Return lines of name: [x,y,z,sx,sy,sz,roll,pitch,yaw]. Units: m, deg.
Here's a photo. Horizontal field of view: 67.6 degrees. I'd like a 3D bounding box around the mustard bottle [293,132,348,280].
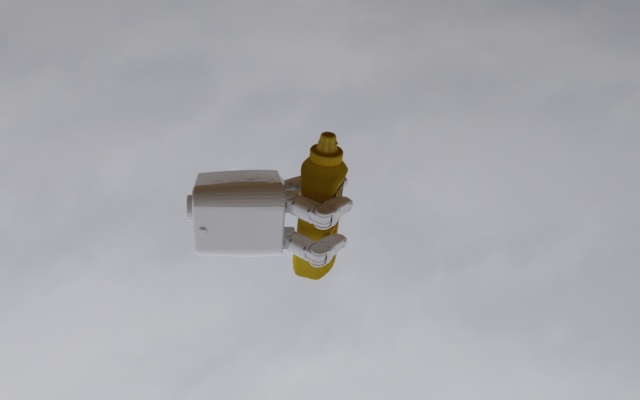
mustard bottle: [0.000,0.002,0.617,0.058,0.192,0.096,13,33,11]
